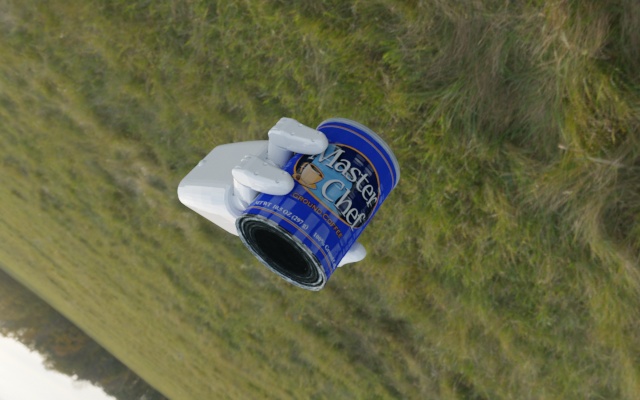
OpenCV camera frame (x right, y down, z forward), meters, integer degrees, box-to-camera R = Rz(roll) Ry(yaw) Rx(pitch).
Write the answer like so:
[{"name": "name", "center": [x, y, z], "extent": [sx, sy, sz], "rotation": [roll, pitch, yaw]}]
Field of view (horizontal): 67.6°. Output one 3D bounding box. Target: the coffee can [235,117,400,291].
[{"name": "coffee can", "center": [0.000, 0.001, 0.470], "extent": [0.103, 0.103, 0.140], "rotation": [0, 44, 50]}]
